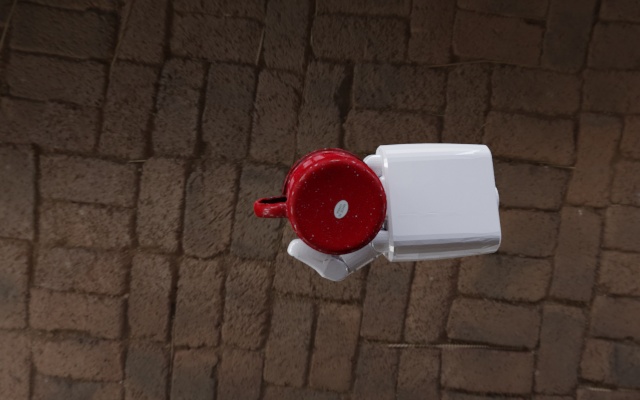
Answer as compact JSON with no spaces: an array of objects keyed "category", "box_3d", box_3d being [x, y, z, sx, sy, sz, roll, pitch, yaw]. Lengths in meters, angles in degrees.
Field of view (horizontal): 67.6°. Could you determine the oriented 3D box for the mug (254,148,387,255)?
[{"category":"mug","box_3d":[-0.001,0.001,0.419,0.117,0.093,0.081,-3,7,-3]}]
